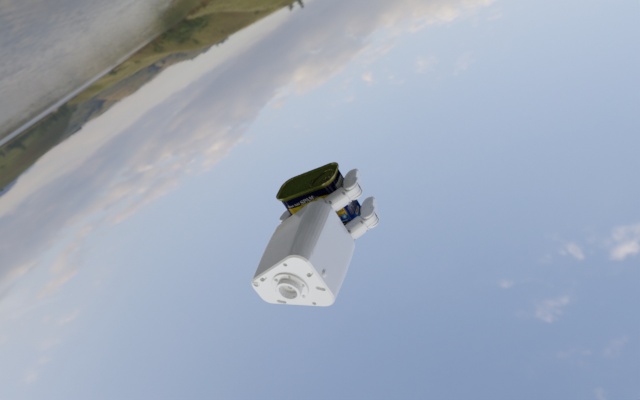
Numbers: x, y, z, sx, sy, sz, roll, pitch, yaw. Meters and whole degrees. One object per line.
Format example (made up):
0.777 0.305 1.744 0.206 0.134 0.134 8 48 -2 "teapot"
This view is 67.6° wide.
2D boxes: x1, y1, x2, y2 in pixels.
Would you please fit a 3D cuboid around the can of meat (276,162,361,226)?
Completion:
0.000 0.003 0.708 0.102 0.084 0.057 -19 29 27 "can of meat"
